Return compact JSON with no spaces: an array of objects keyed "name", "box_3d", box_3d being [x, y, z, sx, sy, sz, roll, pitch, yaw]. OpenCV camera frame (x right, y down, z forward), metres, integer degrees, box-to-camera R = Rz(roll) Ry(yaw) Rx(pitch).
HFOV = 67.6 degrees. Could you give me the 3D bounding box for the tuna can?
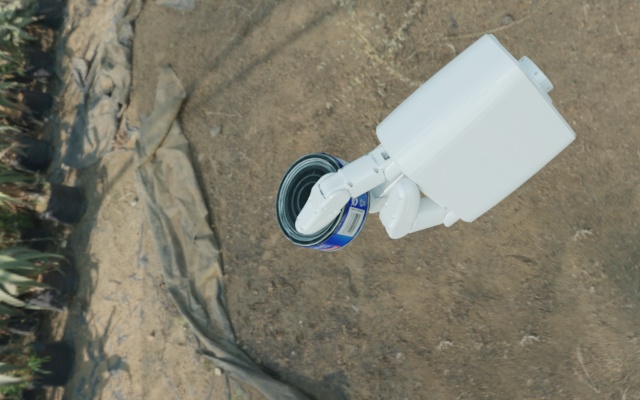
[{"name":"tuna can","box_3d":[0.000,0.001,0.427,0.086,0.086,0.034,0,-10,41]}]
